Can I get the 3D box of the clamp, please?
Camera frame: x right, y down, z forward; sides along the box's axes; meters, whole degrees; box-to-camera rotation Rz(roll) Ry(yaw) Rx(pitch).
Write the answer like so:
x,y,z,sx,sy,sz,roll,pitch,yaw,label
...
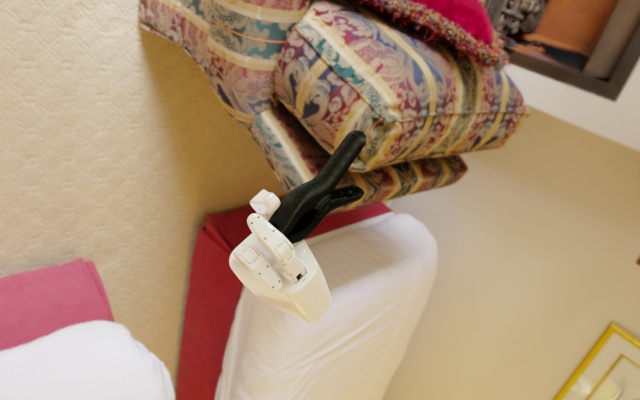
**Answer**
x,y,z,sx,sy,sz,roll,pitch,yaw,label
0.000,0.002,0.591,0.039,0.171,0.120,37,-19,33,clamp
